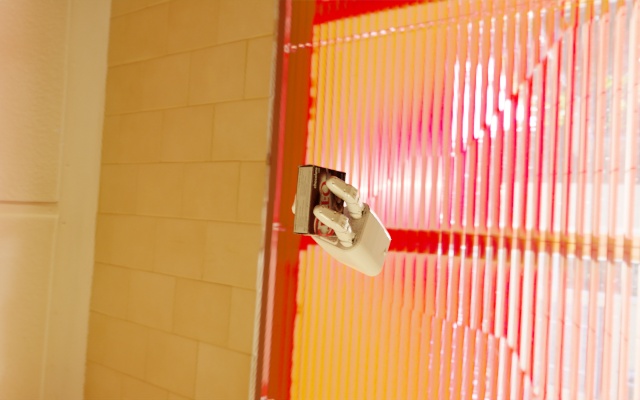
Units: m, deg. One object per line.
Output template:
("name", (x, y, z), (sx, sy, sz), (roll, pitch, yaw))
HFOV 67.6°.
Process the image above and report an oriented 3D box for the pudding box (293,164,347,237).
("pudding box", (0.000, 0.003, 0.784), (0.039, 0.113, 0.090), (-1, -6, 37))
